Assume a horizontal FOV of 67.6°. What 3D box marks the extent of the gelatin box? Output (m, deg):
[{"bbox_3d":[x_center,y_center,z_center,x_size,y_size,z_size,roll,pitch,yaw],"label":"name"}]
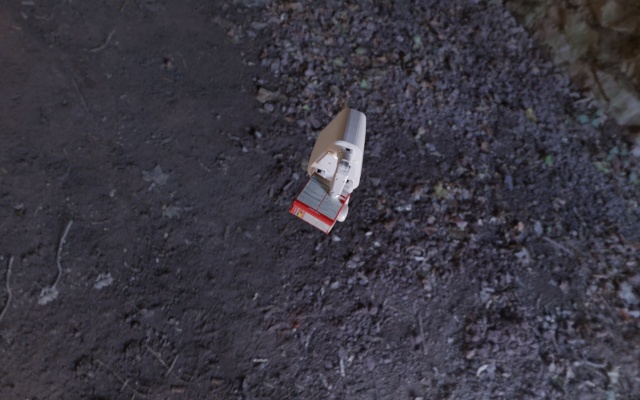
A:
[{"bbox_3d":[0.000,0.003,0.790,0.073,0.030,0.089,30,44,1],"label":"gelatin box"}]
